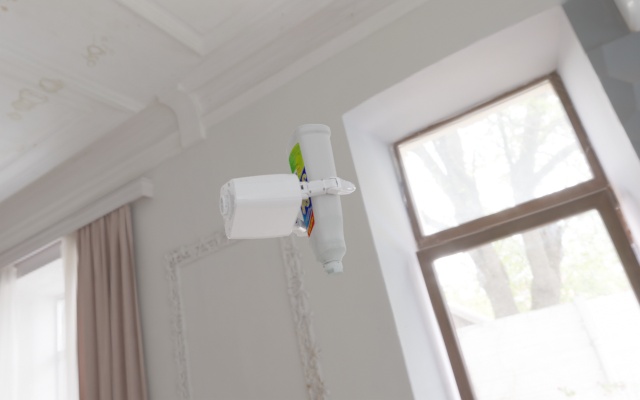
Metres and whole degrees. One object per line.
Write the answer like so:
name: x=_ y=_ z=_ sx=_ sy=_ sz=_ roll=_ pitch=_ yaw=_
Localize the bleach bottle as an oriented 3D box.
bleach bottle: x=0.000 y=0.003 z=0.811 sx=0.068 sy=0.250 sz=0.103 roll=-4 pitch=-22 yaw=-23
